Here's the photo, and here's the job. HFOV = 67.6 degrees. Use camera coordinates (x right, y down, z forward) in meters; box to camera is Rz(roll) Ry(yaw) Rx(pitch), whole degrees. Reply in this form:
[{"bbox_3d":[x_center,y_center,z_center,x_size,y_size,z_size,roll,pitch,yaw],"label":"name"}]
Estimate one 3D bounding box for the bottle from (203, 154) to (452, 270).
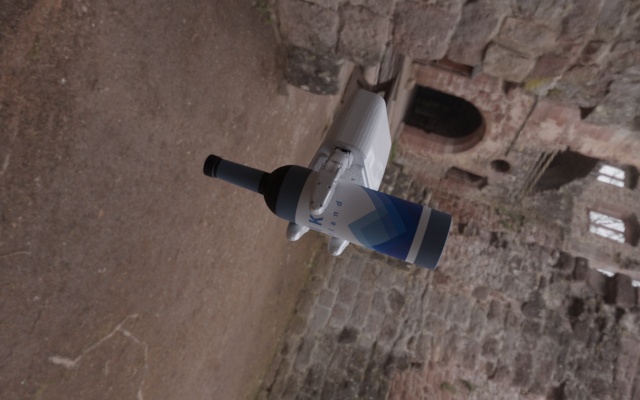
[{"bbox_3d":[0.000,0.002,0.563,0.295,0.069,0.069,18,3,9],"label":"bottle"}]
